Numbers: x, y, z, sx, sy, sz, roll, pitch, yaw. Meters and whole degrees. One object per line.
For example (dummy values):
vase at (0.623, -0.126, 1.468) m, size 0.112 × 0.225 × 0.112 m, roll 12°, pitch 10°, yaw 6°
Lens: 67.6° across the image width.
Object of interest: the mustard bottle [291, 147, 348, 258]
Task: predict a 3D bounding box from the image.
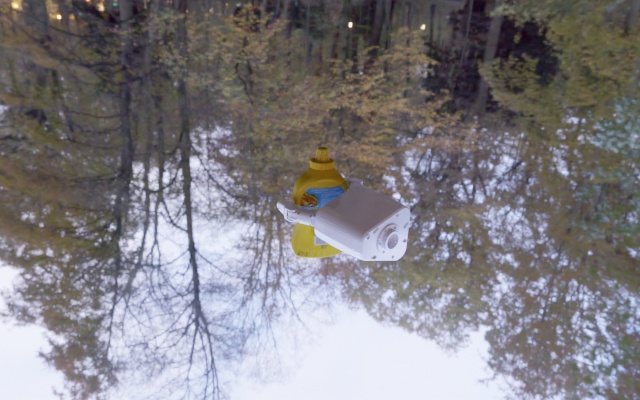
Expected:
mustard bottle at (0.000, 0.003, 0.824) m, size 0.096 × 0.192 × 0.058 m, roll -4°, pitch 22°, yaw -15°
